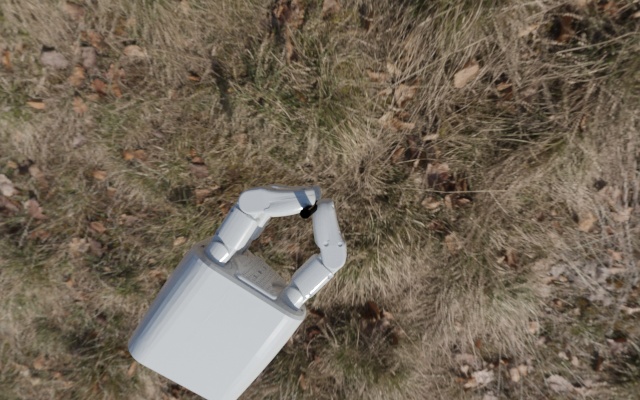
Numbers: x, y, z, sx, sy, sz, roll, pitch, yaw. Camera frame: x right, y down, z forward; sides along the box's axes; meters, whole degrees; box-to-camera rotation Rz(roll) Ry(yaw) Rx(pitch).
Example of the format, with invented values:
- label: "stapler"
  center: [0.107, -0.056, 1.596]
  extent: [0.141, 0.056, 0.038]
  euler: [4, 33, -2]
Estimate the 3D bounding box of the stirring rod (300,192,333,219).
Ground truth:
- label: "stirring rod"
  center: [0.000, 0.002, 0.468]
  extent: [0.011, 0.011, 0.239]
  euler: [0, 4, 5]
